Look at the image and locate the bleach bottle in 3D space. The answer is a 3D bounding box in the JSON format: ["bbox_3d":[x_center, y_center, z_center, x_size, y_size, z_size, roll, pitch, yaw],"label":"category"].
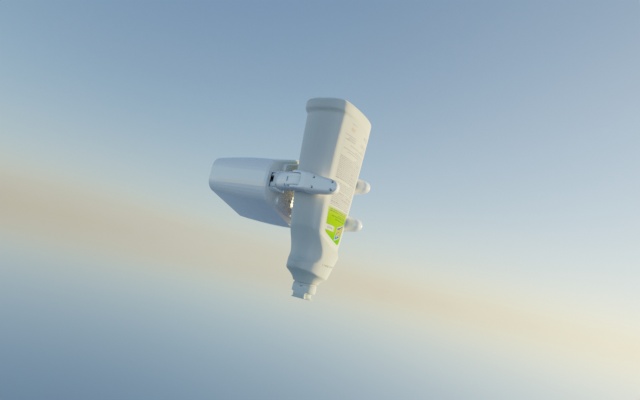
[{"bbox_3d":[0.000,0.002,0.621,0.068,0.251,0.102,8,-10,32],"label":"bleach bottle"}]
